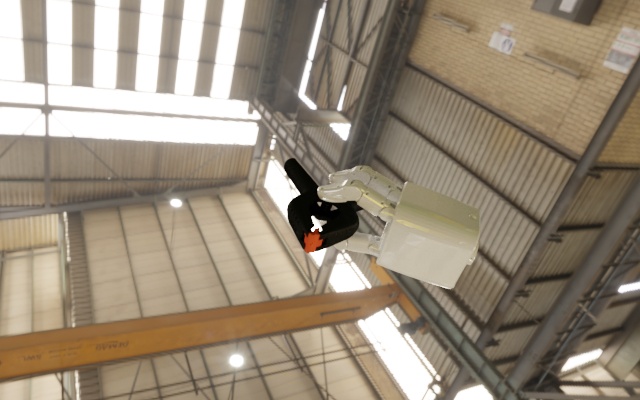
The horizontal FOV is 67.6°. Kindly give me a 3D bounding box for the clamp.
[{"bbox_3d":[0.000,0.003,0.643,0.164,0.036,0.210,19,28,10],"label":"clamp"}]
